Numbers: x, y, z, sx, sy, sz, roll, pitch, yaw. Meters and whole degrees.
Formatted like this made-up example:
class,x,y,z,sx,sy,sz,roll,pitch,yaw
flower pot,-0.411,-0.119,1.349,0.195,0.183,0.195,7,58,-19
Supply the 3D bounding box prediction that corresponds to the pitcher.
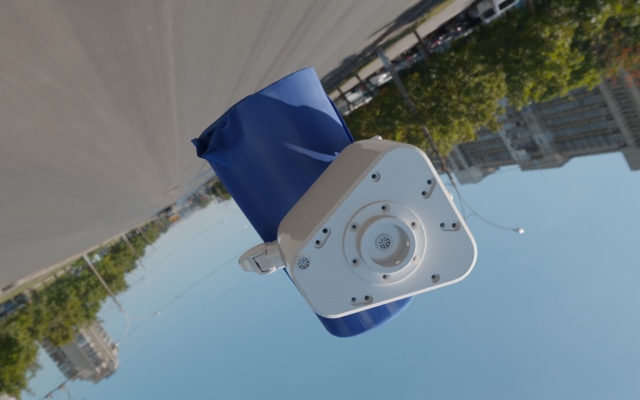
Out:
class,x,y,z,sx,sy,sz,roll,pitch,yaw
pitcher,0.000,0.002,0.473,0.149,0.243,0.145,-32,9,-5
